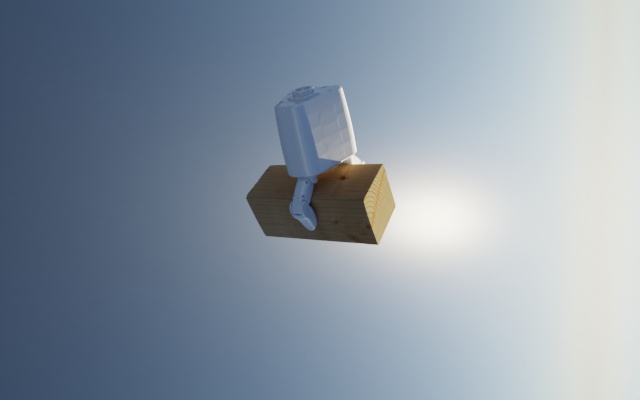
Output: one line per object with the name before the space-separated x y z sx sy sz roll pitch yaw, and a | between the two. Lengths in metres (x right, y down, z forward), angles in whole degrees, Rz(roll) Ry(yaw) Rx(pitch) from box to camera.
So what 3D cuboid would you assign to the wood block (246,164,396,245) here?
wood block | 0.000 0.002 0.757 0.206 0.090 0.090 2 41 30
